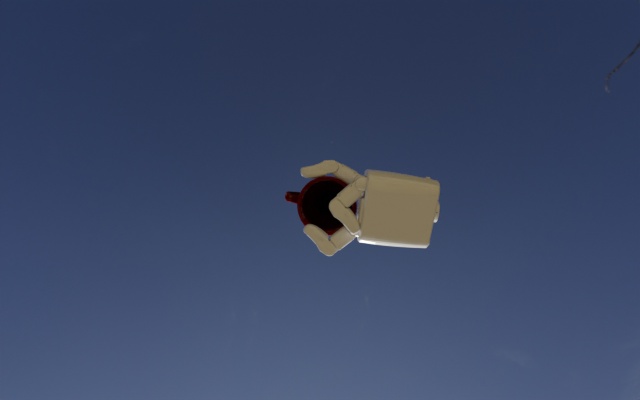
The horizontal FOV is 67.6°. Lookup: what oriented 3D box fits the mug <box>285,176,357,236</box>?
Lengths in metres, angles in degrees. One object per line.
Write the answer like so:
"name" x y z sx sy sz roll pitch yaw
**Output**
"mug" -0.001 0.002 0.780 0.117 0.093 0.081 8 7 2
